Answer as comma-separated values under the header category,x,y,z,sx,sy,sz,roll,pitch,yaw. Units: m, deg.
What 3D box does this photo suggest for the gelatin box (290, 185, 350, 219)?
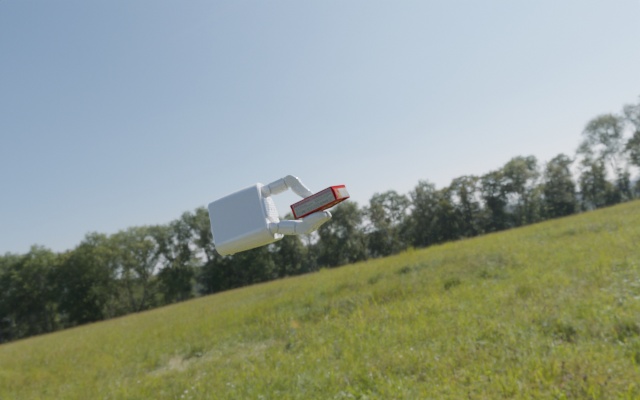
category,x,y,z,sx,sy,sz,roll,pitch,yaw
gelatin box,0.000,0.002,0.858,0.089,0.030,0.073,-26,-6,21
